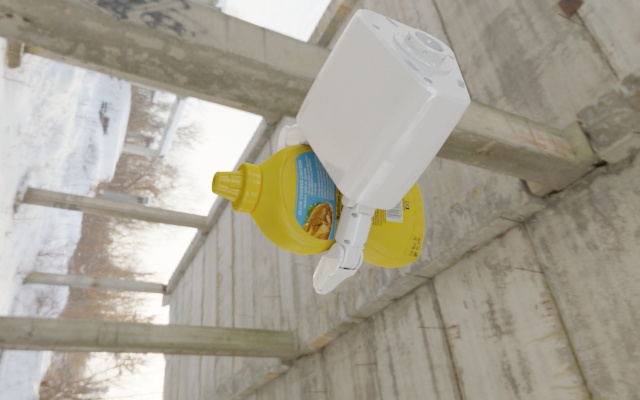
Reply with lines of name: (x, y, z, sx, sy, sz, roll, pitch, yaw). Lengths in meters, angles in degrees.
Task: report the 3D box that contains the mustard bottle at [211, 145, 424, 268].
mustard bottle: (0.000, 0.002, 0.421, 0.191, 0.096, 0.058, 11, -24, -26)
